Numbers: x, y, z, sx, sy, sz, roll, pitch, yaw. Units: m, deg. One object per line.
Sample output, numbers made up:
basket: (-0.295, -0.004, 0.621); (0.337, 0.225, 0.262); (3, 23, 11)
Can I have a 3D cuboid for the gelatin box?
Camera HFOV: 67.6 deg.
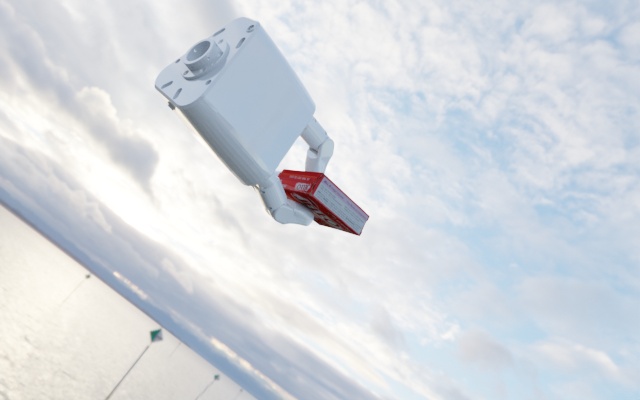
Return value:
gelatin box: (0.001, 0.002, 0.531); (0.089, 0.030, 0.073); (40, -17, -36)
